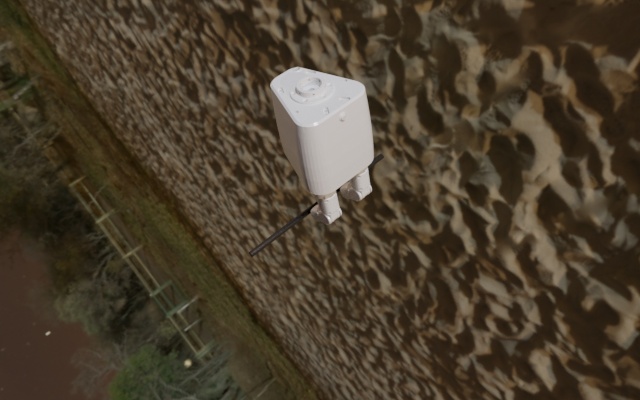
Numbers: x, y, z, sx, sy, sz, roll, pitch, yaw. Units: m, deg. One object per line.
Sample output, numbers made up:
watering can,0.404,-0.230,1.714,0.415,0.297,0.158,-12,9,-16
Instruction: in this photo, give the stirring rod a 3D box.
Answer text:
stirring rod,0.000,0.002,0.656,0.239,0.011,0.011,-37,15,-21
